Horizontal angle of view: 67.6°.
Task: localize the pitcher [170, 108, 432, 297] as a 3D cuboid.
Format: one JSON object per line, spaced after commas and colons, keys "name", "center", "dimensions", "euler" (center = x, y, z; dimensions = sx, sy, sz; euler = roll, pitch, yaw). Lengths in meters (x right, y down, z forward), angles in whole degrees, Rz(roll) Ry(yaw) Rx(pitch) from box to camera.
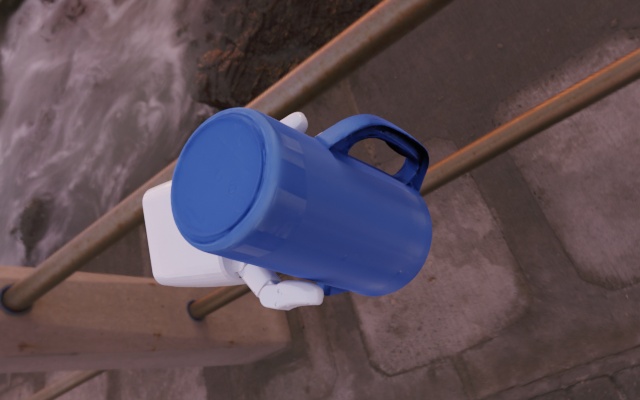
{"name": "pitcher", "center": [0.000, 0.001, 0.426], "dimensions": [0.145, 0.149, 0.243], "euler": [-10, -19, 33]}
